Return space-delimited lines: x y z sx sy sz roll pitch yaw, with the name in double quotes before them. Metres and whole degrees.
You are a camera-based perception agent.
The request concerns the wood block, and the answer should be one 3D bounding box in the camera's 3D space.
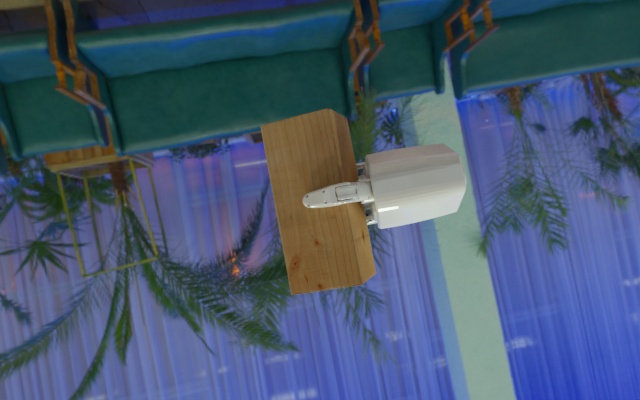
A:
"wood block" 0.000 0.002 0.595 0.090 0.206 0.091 -11 -3 18
